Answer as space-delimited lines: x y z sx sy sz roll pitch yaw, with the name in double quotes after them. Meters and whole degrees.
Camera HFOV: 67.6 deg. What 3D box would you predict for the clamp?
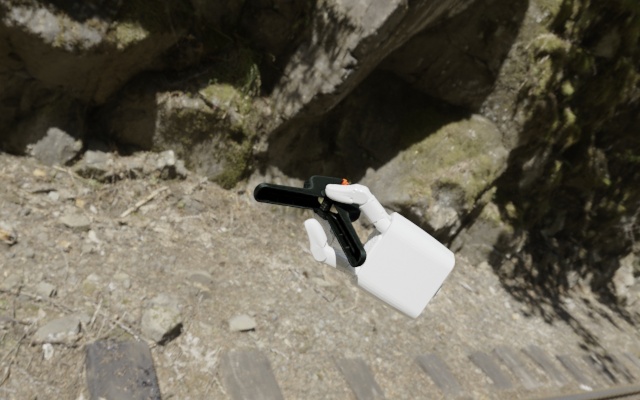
0.001 0.002 0.673 0.164 0.036 0.210 33 22 -3 "clamp"
